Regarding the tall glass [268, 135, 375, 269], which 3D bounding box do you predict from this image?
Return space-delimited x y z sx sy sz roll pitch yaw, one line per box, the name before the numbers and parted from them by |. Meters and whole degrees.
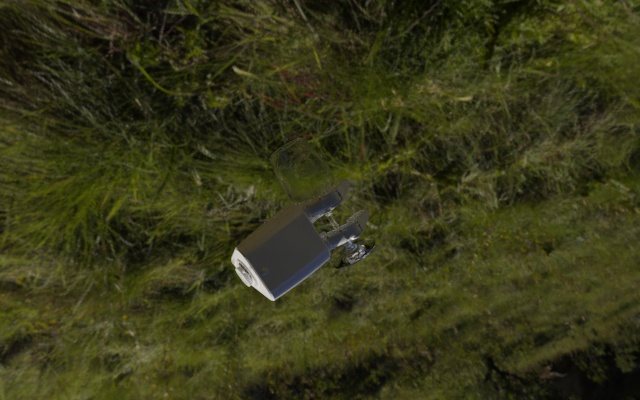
tall glass | 0.001 0.003 0.722 0.079 0.201 0.079 -31 12 7
